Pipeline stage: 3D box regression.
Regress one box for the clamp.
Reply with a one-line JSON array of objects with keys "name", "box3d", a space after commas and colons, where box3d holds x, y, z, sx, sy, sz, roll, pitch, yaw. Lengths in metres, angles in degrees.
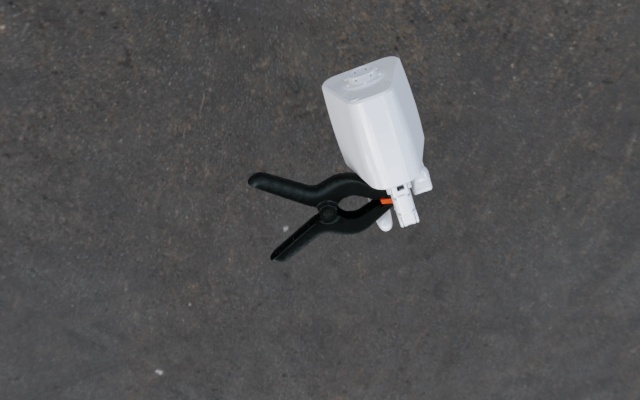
[{"name": "clamp", "box3d": [0.000, 0.002, 0.565, 0.171, 0.120, 0.039, -20, 31, 5]}]
